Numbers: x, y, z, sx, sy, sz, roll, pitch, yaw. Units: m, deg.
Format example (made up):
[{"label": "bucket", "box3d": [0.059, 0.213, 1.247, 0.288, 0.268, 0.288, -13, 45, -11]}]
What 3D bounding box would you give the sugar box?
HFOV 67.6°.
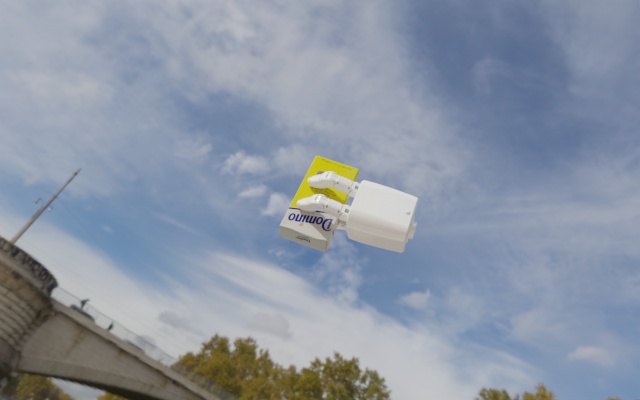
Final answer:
[{"label": "sugar box", "box3d": [0.000, 0.003, 0.894, 0.093, 0.176, 0.048, 18, -35, 10]}]
